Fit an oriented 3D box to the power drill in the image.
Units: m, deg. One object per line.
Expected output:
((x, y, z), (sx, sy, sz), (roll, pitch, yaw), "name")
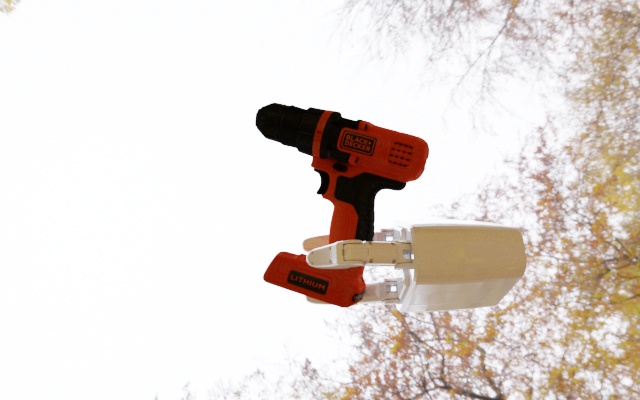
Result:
((0.000, 0.002, 0.492), (0.184, 0.187, 0.057), (17, 7, 15), "power drill")
